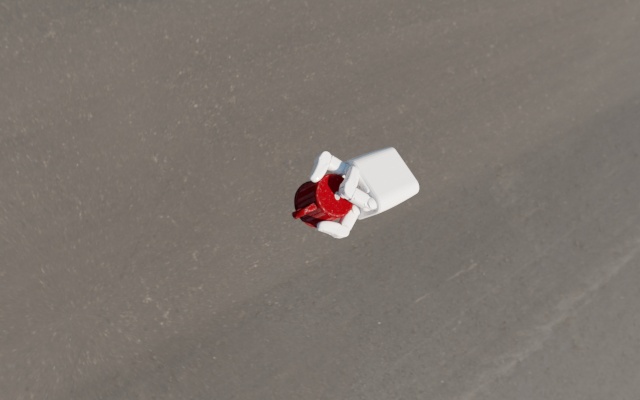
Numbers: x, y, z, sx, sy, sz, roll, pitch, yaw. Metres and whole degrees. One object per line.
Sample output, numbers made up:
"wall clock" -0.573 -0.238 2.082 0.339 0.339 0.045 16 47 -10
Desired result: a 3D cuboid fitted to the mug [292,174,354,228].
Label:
"mug" -0.001 0.003 0.874 0.117 0.093 0.081 -24 0 -30
